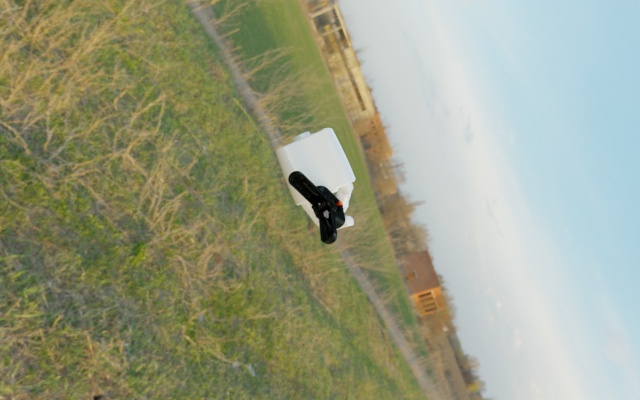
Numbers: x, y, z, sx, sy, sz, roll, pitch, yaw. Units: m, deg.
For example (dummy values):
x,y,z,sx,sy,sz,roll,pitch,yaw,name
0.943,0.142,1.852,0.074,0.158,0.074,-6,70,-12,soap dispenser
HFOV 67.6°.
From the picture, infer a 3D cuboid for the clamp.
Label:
x,y,z,sx,sy,sz,roll,pitch,yaw,name
0.001,0.002,0.768,0.039,0.120,0.171,-25,1,10,clamp
